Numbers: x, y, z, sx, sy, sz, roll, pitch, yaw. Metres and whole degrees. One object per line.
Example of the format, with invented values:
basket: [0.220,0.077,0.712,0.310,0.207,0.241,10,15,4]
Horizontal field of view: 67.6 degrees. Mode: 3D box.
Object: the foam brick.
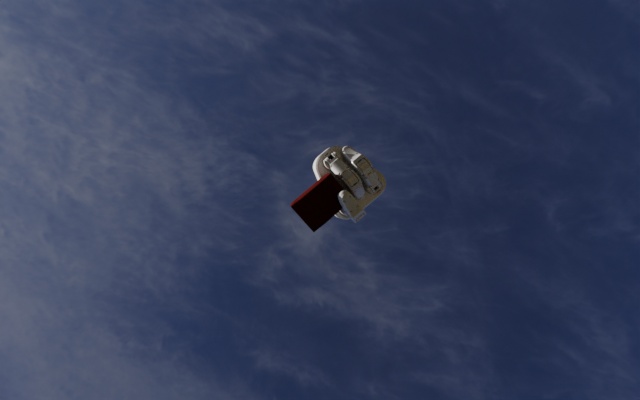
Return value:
foam brick: [0.000,0.002,0.720,0.078,0.053,0.051,-40,7,-3]
